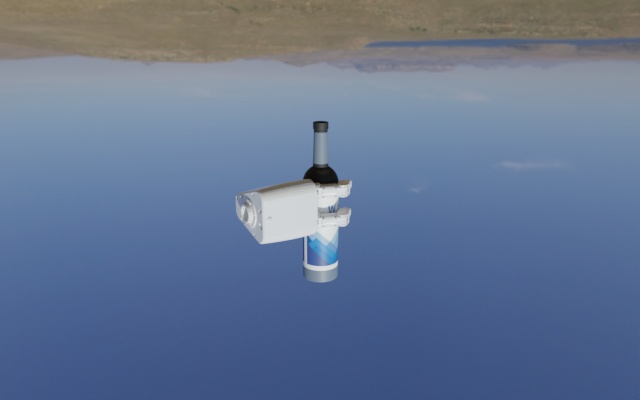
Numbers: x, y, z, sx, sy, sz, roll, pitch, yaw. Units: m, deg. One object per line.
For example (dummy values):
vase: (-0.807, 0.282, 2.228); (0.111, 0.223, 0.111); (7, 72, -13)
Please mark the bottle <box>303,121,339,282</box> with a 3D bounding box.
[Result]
bottle: (0.000, 0.003, 0.880); (0.069, 0.296, 0.069); (0, 17, 0)
